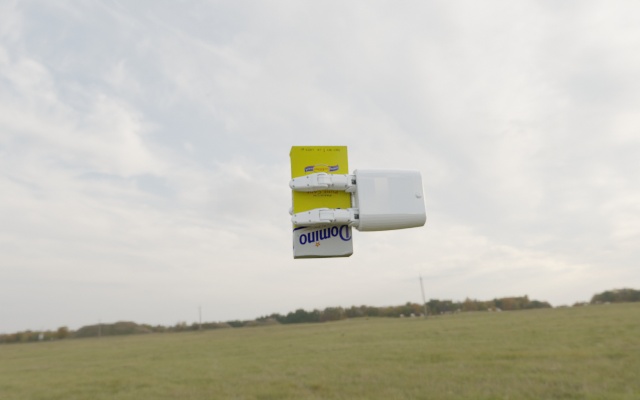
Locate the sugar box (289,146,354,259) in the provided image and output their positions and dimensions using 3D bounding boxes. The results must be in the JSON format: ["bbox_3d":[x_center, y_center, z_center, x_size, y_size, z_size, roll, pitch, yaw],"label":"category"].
[{"bbox_3d":[0.000,0.002,0.755,0.093,0.176,0.048,-2,-14,-8],"label":"sugar box"}]
